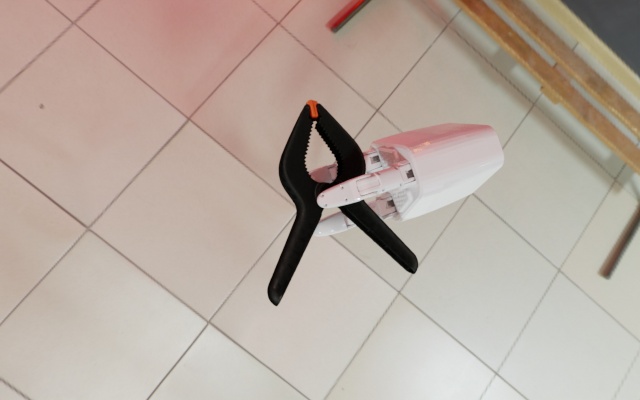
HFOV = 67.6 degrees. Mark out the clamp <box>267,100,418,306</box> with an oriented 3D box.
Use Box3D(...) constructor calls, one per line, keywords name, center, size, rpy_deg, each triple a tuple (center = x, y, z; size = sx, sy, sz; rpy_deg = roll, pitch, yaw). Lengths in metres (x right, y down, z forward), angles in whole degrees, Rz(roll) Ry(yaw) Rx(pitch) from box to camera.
Box3D(name="clamp", center=(0.000, 0.001, 0.502), size=(0.164, 0.210, 0.036), rpy_deg=(-18, -2, -15))
